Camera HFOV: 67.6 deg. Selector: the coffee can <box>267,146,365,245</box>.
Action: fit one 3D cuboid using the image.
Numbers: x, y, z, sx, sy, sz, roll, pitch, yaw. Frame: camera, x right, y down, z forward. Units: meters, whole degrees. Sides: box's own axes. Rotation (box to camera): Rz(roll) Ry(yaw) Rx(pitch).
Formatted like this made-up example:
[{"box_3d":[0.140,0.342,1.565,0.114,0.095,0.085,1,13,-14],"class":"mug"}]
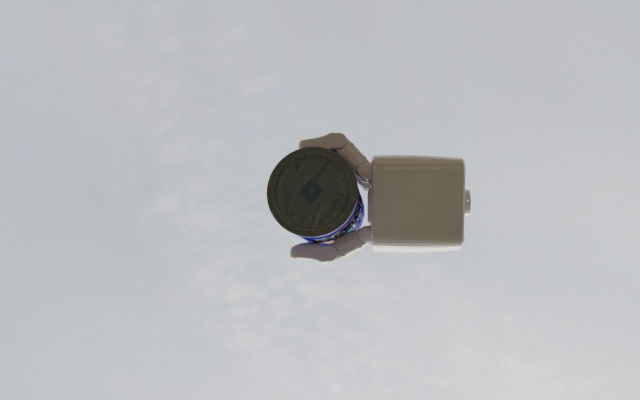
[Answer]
[{"box_3d":[0.000,0.002,0.594,0.103,0.102,0.140,0,-10,8],"class":"coffee can"}]
